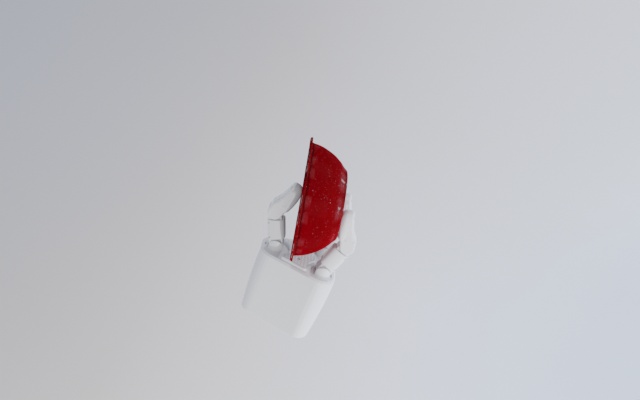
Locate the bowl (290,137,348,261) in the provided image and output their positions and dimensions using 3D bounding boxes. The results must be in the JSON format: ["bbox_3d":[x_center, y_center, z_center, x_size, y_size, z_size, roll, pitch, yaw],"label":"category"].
[{"bbox_3d":[0.001,0.001,0.616,0.055,0.162,0.162,9,0,-2],"label":"bowl"}]
